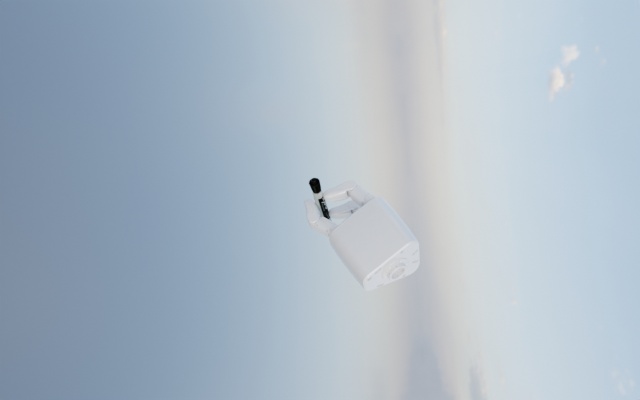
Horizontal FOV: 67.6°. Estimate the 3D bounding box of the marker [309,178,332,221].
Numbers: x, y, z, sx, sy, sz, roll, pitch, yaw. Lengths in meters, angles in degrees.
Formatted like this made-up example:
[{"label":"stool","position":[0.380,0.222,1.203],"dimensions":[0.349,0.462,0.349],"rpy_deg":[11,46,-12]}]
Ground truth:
[{"label":"marker","position":[0.000,0.003,0.838],"dimensions":[0.020,0.020,0.121],"rpy_deg":[0,-38,14]}]
